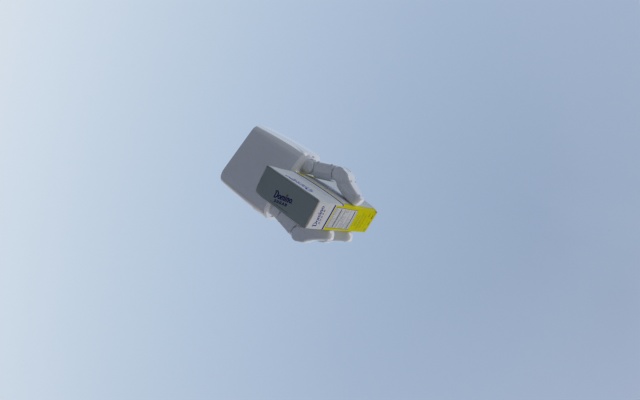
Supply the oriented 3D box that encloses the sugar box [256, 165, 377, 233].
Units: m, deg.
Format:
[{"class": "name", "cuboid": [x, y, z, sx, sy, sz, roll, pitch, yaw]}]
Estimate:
[{"class": "sugar box", "cuboid": [0.000, 0.003, 0.651, 0.093, 0.048, 0.176, 35, 14, 28]}]
